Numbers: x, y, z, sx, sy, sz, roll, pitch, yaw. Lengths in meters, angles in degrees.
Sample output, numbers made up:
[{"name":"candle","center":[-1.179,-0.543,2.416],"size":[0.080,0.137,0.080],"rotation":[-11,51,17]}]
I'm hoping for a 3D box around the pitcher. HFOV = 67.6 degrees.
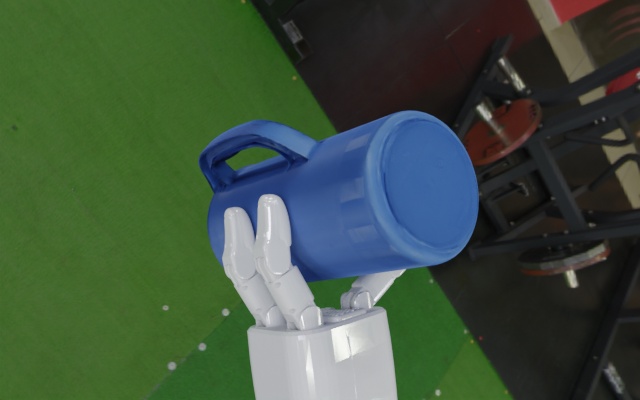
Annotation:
[{"name":"pitcher","center":[0.000,0.002,0.412],"size":[0.149,0.145,0.243],"rotation":[-1,-9,-35]}]
